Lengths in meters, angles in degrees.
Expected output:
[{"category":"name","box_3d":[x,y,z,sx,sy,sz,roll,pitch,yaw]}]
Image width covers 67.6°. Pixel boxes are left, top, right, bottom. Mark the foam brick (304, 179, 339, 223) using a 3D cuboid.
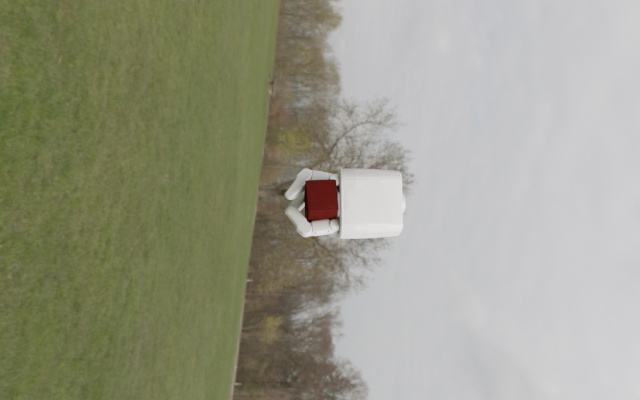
[{"category":"foam brick","box_3d":[0.000,0.003,0.793,0.051,0.053,0.078,-2,-18,-4]}]
